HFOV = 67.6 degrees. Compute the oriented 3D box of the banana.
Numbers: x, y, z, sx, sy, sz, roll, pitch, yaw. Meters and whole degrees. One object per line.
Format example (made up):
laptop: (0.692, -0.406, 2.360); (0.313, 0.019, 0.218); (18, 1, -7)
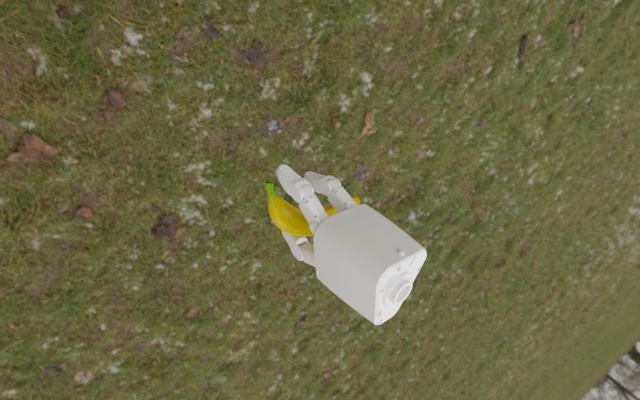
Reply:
banana: (-0.009, 0.019, 0.682); (0.037, 0.069, 0.198); (30, 13, 37)
